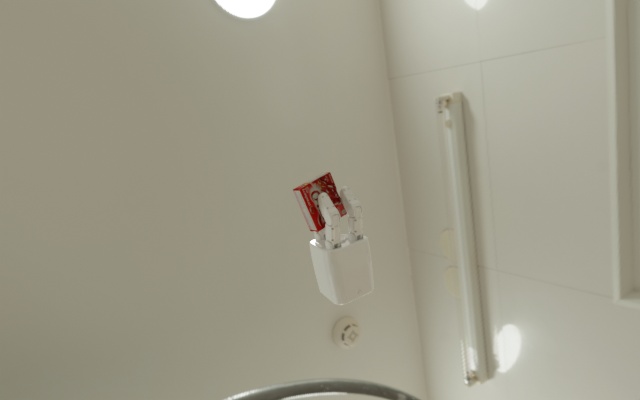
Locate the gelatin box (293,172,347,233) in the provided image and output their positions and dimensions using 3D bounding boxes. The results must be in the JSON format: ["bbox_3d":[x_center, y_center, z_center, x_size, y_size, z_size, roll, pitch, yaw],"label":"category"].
[{"bbox_3d":[0.000,0.003,0.874,0.073,0.089,0.030,-30,16,-28],"label":"gelatin box"}]
